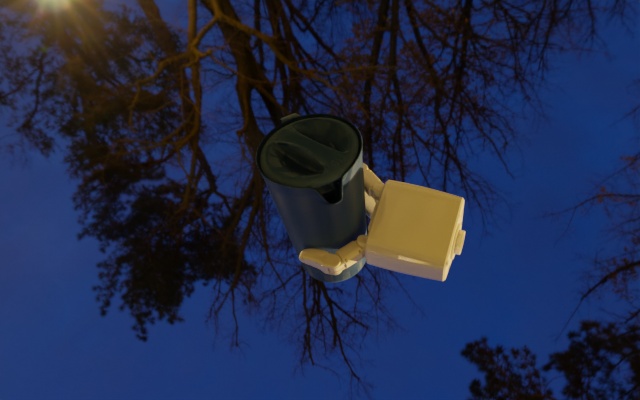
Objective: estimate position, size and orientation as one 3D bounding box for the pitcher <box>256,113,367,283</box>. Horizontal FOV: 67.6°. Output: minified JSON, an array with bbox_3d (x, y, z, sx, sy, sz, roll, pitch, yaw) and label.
[{"bbox_3d":[0.000,0.002,0.677,0.145,0.149,0.243,12,-37,21],"label":"pitcher"}]
